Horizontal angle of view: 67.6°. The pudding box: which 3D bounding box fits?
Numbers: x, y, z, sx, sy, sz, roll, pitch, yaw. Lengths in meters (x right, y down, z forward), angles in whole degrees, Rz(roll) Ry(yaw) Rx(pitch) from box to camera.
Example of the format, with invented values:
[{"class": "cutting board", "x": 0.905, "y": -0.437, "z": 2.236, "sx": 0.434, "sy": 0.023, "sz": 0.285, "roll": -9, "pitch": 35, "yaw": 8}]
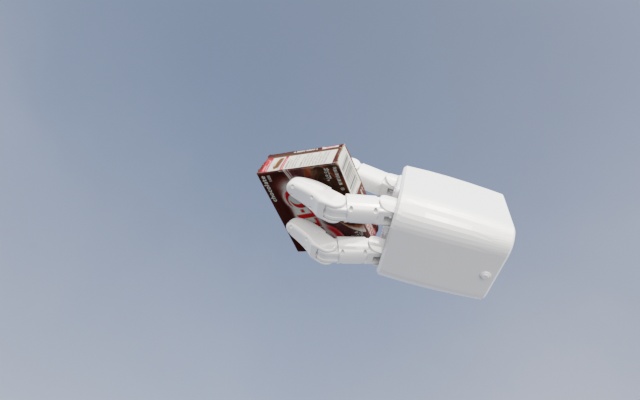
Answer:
[{"class": "pudding box", "x": 0.000, "y": 0.001, "z": 0.487, "sx": 0.090, "sy": 0.114, "sz": 0.039, "roll": -6, "pitch": 35, "yaw": 27}]
